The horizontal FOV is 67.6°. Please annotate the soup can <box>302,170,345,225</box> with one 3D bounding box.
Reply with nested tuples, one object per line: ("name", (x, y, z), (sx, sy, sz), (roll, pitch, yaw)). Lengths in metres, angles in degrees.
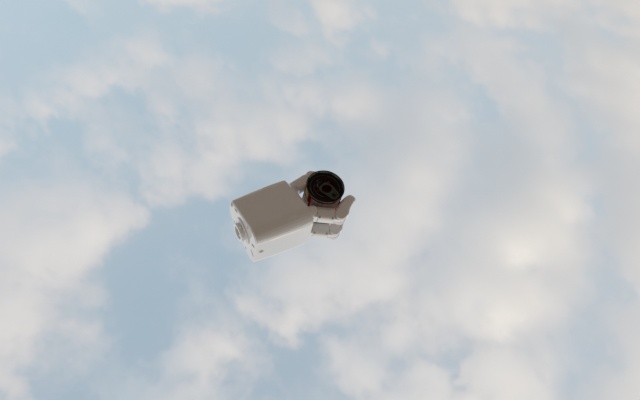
("soup can", (0.000, 0.003, 0.858), (0.068, 0.068, 0.102), (0, -33, -12))
